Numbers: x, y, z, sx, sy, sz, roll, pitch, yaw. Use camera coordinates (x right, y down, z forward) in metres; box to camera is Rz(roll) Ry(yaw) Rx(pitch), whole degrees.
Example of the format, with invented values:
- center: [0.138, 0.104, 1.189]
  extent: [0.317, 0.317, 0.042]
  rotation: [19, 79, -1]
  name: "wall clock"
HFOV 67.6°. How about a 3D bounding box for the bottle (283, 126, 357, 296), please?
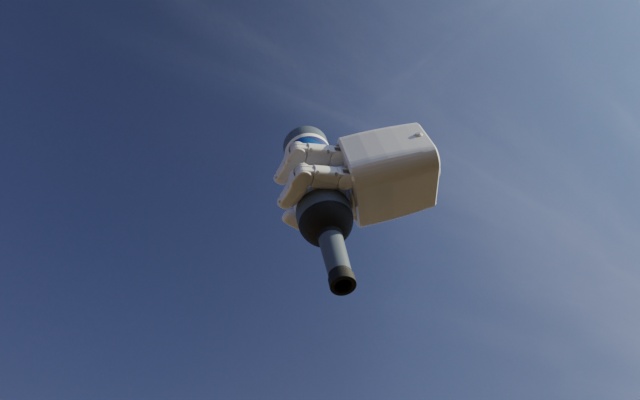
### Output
- center: [0.000, 0.002, 0.590]
  extent: [0.069, 0.069, 0.295]
  rotation: [0, 34, -11]
  name: "bottle"
